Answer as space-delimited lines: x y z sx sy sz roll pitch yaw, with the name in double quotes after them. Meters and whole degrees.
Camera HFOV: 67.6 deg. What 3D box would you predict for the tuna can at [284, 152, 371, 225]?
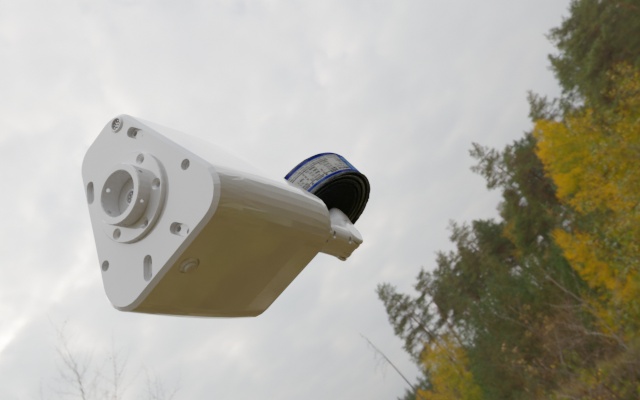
0.000 0.001 0.414 0.086 0.086 0.033 0 37 -47 "tuna can"
